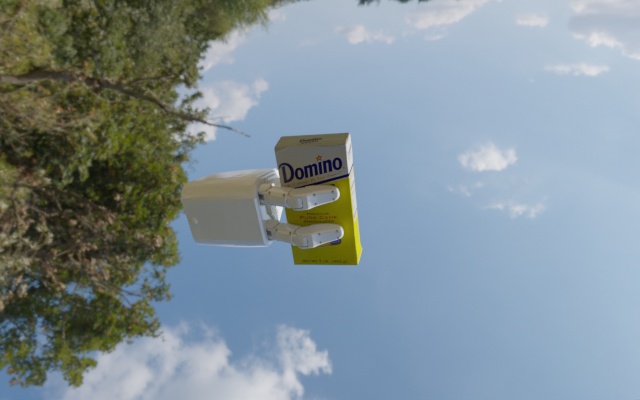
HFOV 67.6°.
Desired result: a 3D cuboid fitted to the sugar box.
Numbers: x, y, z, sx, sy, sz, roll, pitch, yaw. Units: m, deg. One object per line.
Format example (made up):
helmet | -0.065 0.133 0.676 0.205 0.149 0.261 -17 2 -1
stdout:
sugar box | 0.000 0.002 0.627 0.093 0.176 0.048 -2 30 13
